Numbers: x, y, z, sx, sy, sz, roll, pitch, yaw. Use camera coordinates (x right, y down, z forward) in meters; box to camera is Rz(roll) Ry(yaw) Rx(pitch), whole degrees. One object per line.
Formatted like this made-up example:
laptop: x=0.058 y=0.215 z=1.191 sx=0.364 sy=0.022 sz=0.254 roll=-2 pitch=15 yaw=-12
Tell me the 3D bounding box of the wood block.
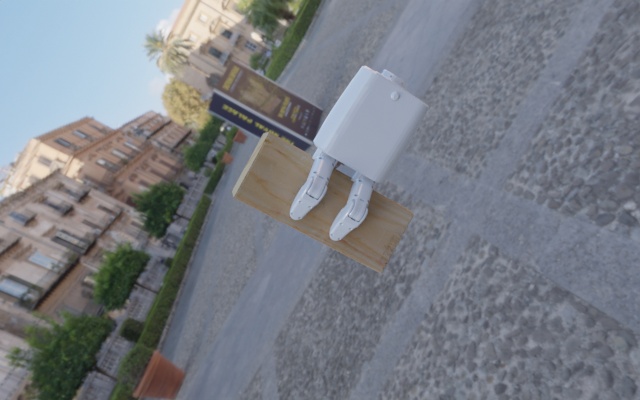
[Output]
wood block: x=0.000 y=0.002 z=0.614 sx=0.206 sy=0.090 sz=0.091 roll=28 pitch=1 yaw=-13
